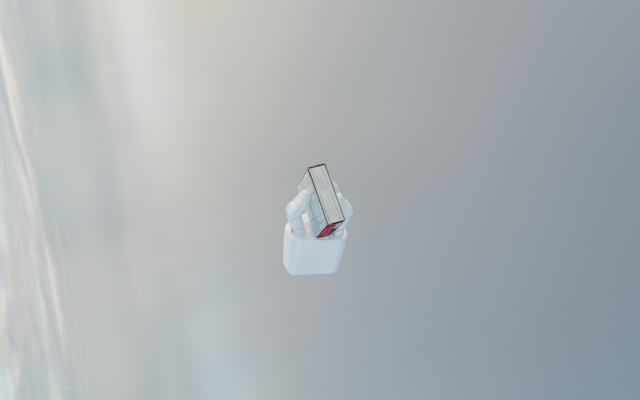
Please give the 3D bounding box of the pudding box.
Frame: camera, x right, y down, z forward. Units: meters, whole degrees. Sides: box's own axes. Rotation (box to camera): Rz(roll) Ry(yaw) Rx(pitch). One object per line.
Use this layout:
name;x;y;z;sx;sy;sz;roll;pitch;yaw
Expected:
pudding box;0.000;0.003;0.858;0.039;0.113;0.090;-16;-14;-21
